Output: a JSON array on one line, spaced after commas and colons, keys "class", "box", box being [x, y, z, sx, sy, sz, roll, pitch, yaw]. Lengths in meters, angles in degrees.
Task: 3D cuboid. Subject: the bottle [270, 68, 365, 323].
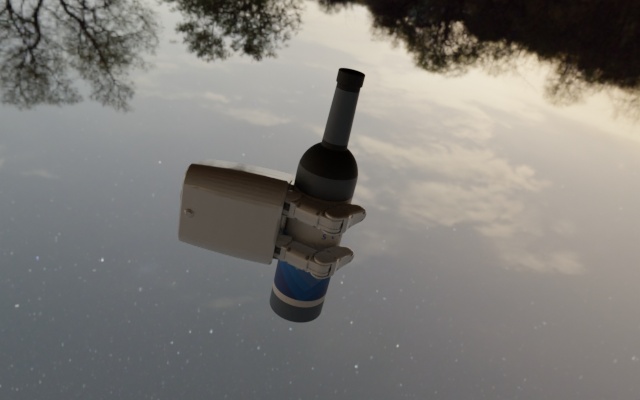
[{"class": "bottle", "box": [0.000, 0.002, 0.534, 0.069, 0.296, 0.069, 11, 26, -5]}]
